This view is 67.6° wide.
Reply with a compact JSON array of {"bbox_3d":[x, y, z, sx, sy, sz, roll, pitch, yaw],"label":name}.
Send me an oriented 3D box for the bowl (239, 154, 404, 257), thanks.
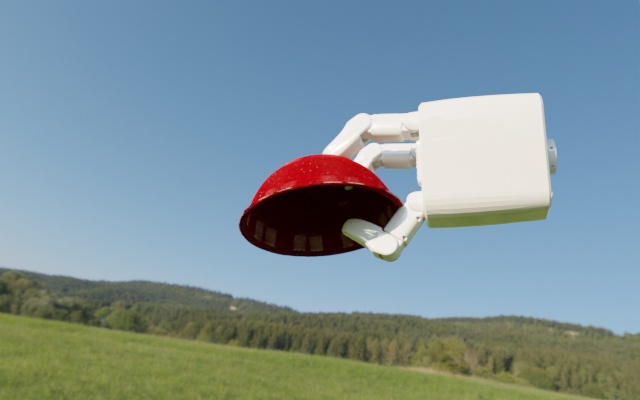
[{"bbox_3d":[-0.001,0.001,0.477,0.162,0.055,0.162,-5,-28,-3],"label":"bowl"}]
